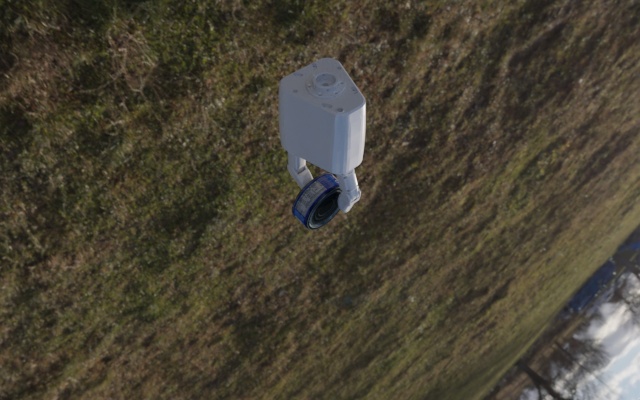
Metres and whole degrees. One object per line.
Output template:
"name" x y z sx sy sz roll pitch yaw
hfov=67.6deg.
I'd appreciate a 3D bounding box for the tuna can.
"tuna can" 0.001 0.003 0.713 0.033 0.086 0.086 43 20 24
